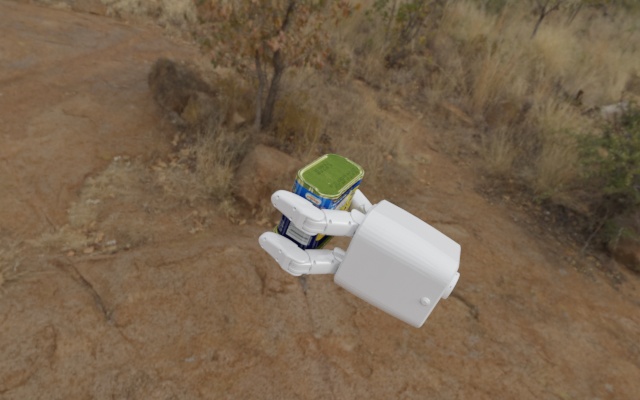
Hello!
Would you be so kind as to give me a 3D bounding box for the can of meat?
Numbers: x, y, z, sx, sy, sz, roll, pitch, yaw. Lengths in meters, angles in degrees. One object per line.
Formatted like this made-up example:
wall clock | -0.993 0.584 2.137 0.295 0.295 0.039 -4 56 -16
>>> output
can of meat | 0.000 0.001 0.544 0.057 0.084 0.102 31 33 14
